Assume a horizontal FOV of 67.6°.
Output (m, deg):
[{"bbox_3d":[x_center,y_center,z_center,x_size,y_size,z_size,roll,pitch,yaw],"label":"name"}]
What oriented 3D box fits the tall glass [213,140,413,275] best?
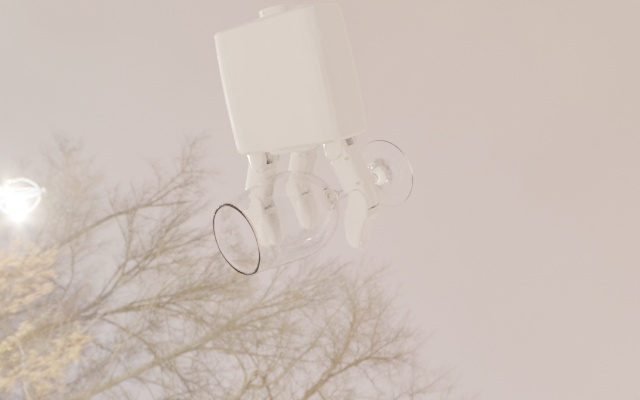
[{"bbox_3d":[0.001,0.001,0.447,0.079,0.079,0.201,0,18,46],"label":"tall glass"}]
